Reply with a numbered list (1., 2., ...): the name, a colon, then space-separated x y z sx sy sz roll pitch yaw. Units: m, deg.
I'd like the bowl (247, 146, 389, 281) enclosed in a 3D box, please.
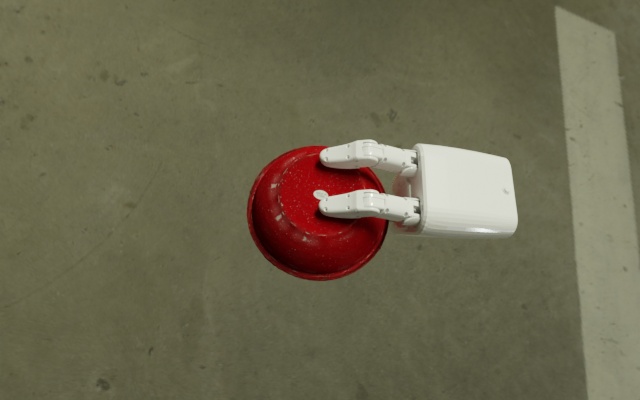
1. bowl: -0.001 0.002 0.514 0.162 0.162 0.055 0 -21 -4
